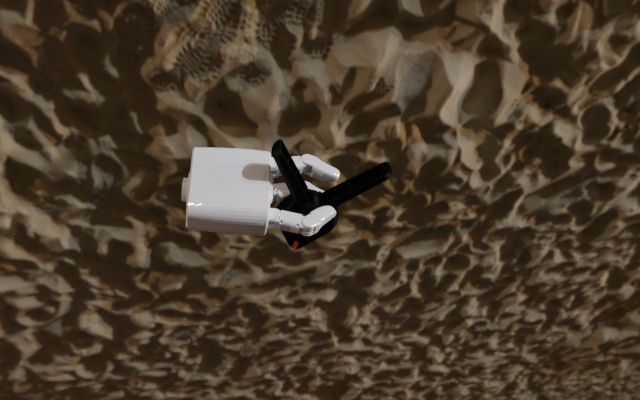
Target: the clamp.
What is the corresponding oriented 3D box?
[{"bbox_3d":[0.000,0.003,0.688,0.164,0.036,0.210,7,-42,-10],"label":"clamp"}]
